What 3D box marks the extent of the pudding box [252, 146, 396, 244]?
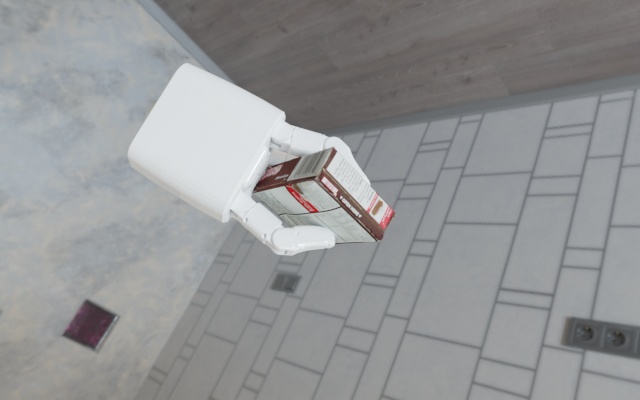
[{"bbox_3d":[0.000,0.002,0.450,0.090,0.039,0.113,43,-27,-24],"label":"pudding box"}]
